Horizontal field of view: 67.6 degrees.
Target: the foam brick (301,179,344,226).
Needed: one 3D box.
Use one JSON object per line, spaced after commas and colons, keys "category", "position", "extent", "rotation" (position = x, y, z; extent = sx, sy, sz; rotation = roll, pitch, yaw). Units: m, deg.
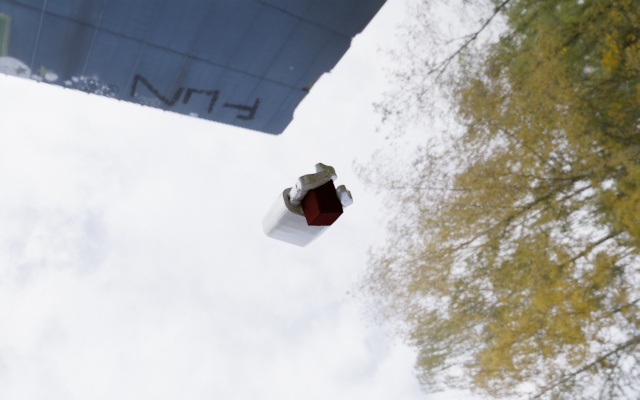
{"category": "foam brick", "position": [0.000, 0.003, 0.880], "extent": [0.053, 0.078, 0.051], "rotation": [3, -35, -33]}
